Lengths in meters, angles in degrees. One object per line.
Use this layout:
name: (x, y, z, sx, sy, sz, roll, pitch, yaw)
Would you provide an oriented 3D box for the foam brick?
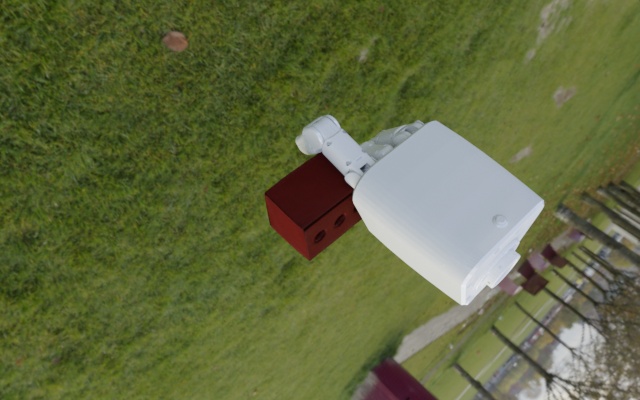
foam brick: (0.000, 0.001, 0.401, 0.078, 0.051, 0.053, -38, -27, -19)
